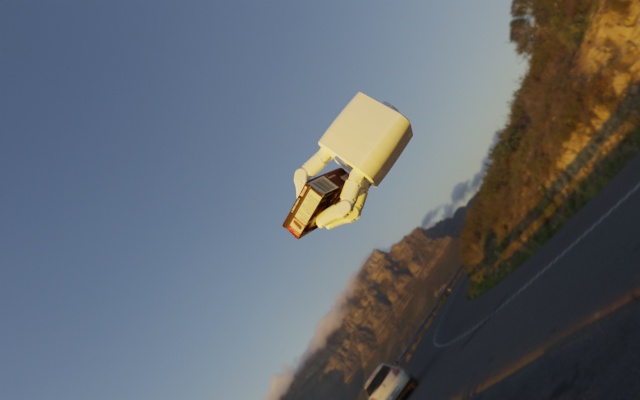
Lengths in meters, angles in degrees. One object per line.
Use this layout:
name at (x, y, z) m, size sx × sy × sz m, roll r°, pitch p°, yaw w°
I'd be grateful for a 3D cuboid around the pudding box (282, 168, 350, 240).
pudding box at (0.000, 0.002, 0.741) m, size 0.039 × 0.090 × 0.113 m, roll 39°, pitch 30°, yaw 17°
